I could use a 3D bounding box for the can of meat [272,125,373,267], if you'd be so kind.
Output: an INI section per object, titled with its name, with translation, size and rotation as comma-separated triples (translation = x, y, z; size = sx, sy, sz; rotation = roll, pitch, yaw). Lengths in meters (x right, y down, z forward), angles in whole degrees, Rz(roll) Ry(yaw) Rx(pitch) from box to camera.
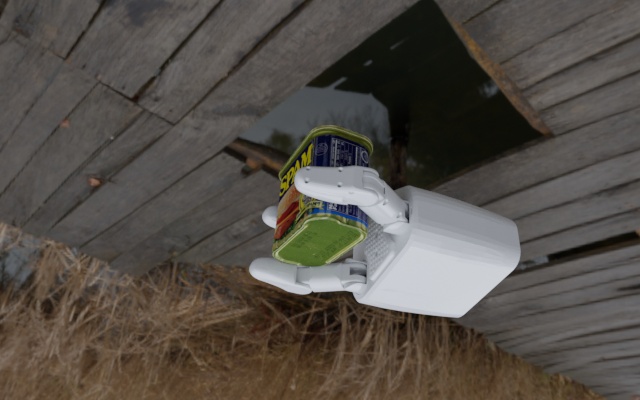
[can of meat]
translation = 0.000, 0.002, 0.402
size = 0.057, 0.084, 0.102
rotation = 16, -32, -21
